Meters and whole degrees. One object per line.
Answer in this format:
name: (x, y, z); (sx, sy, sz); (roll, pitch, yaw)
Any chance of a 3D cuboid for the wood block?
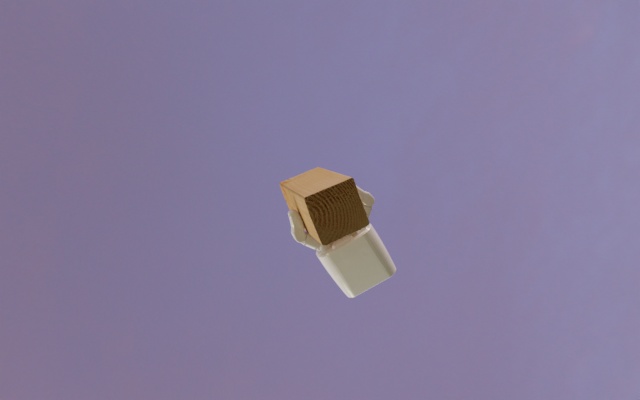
wood block: (0.000, 0.003, 0.870); (0.091, 0.090, 0.206); (-24, 14, -11)
